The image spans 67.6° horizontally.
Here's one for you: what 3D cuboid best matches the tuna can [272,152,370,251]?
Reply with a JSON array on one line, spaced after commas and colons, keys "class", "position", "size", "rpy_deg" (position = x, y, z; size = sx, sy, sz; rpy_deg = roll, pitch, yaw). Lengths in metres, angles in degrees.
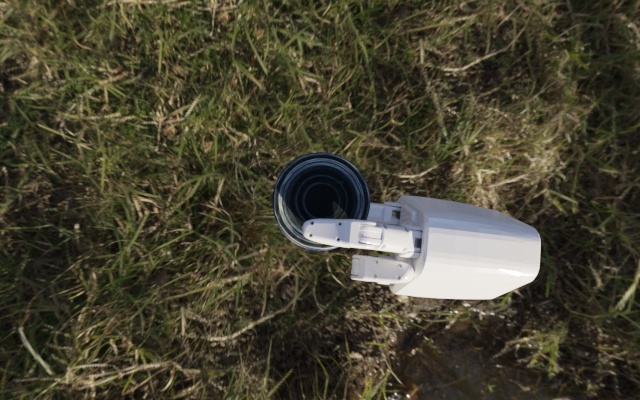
[{"class": "tuna can", "position": [0.000, 0.001, 0.420], "size": [0.086, 0.086, 0.034], "rpy_deg": [0, -4, -4]}]
